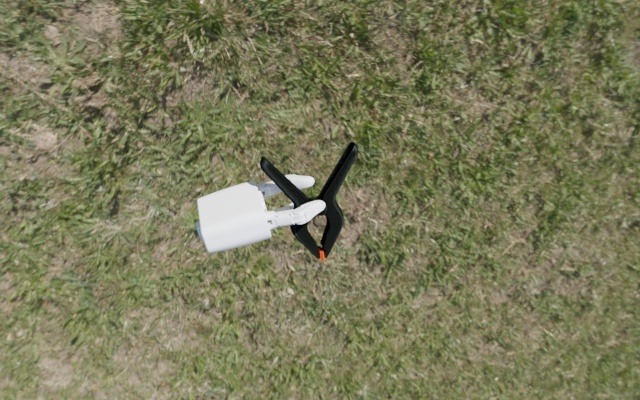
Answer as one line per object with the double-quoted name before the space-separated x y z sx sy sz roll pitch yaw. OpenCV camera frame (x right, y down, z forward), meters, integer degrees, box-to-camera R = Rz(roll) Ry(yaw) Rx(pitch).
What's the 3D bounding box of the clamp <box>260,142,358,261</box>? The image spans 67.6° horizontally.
"clamp" 0.000 0.004 0.817 0.164 0.210 0.036 -16 24 -7
